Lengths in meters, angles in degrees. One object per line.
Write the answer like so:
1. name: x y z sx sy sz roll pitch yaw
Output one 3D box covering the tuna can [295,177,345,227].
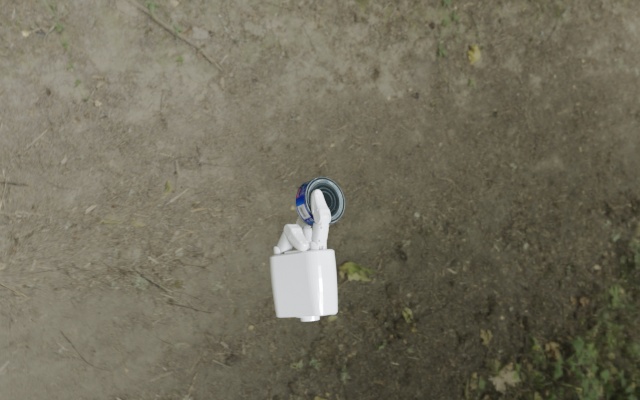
1. tuna can: 0.000 0.003 0.834 0.086 0.086 0.034 0 -13 -35
